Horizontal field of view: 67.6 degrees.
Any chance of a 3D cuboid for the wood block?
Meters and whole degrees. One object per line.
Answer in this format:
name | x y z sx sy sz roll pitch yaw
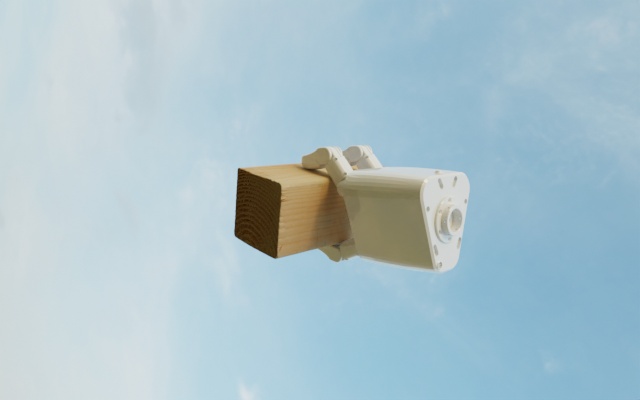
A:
wood block | 0.000 0.002 0.620 0.206 0.091 0.090 -8 20 -42
